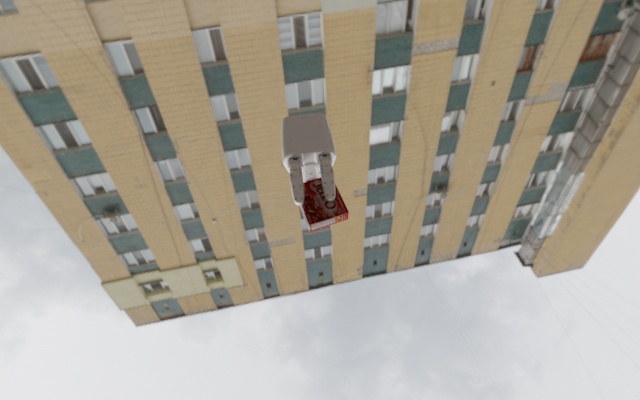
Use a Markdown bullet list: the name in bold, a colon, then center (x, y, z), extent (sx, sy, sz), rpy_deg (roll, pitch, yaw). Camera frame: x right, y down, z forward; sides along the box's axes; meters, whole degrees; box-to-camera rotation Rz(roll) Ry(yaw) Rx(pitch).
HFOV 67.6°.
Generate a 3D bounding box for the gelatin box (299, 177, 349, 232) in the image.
- **gelatin box**: center (0.000, 0.003, 0.843), extent (0.073, 0.089, 0.030), rpy_deg (-17, -31, -10)
